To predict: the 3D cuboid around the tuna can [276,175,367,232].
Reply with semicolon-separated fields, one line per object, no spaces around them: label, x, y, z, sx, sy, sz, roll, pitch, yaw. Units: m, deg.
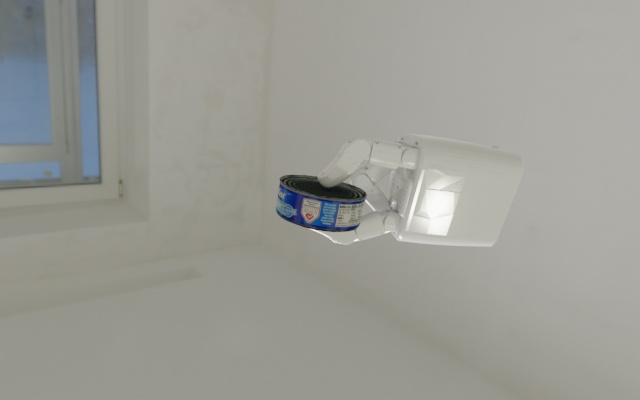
tuna can;0.000;0.002;0.466;0.086;0.034;0.086;10;14;-2
